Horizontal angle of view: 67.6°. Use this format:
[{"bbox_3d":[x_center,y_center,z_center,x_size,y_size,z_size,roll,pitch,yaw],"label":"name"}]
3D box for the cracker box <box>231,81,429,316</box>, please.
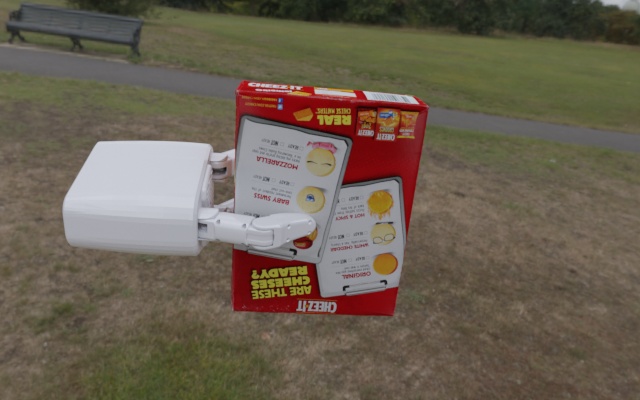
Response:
[{"bbox_3d":[0.000,0.001,0.459,0.164,0.214,0.072,3,22,-5],"label":"cracker box"}]
